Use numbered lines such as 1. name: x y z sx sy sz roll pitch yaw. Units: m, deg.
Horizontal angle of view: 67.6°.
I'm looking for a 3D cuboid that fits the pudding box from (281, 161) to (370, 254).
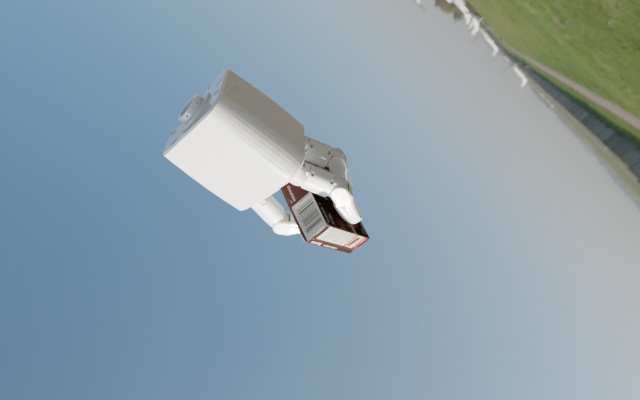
1. pudding box: 0.000 0.002 0.557 0.039 0.113 0.090 -38 -31 23
